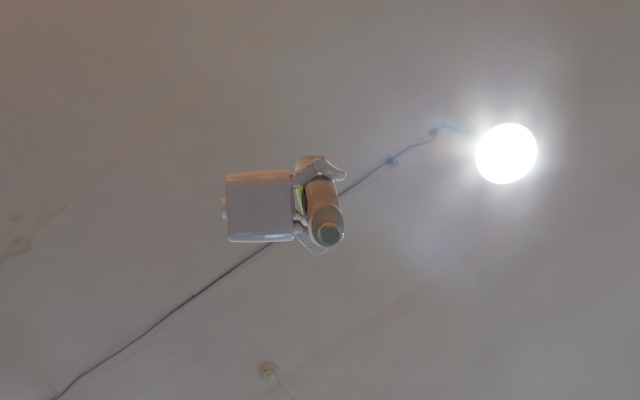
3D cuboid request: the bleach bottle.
[{"bbox_3d":[0.000,0.003,0.792,0.068,0.103,0.250,-3,19,-6],"label":"bleach bottle"}]
